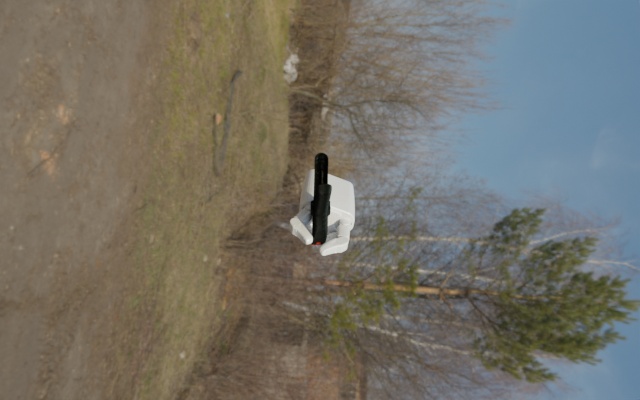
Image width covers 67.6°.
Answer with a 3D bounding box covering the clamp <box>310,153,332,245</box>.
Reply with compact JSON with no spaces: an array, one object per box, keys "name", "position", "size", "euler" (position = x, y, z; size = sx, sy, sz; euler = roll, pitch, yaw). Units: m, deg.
[{"name":"clamp","position":[0.001,0.003,0.861],"size":[0.039,0.172,0.120],"euler":[7,42,-1]}]
